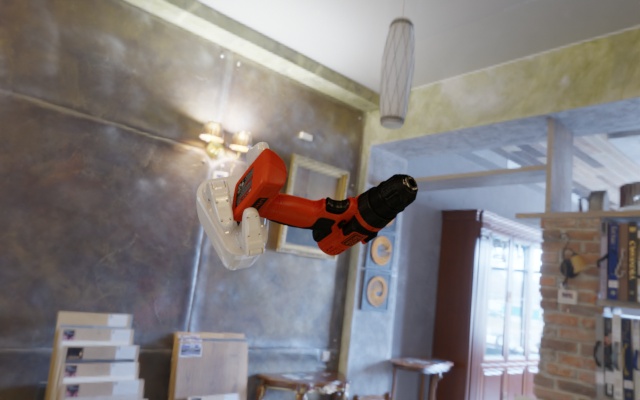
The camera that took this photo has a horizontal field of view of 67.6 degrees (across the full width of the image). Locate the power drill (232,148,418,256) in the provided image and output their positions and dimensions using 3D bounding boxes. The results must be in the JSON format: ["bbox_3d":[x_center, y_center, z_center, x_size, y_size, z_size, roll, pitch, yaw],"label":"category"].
[{"bbox_3d":[0.000,0.002,0.586,0.188,0.057,0.184,20,-39,-26],"label":"power drill"}]
